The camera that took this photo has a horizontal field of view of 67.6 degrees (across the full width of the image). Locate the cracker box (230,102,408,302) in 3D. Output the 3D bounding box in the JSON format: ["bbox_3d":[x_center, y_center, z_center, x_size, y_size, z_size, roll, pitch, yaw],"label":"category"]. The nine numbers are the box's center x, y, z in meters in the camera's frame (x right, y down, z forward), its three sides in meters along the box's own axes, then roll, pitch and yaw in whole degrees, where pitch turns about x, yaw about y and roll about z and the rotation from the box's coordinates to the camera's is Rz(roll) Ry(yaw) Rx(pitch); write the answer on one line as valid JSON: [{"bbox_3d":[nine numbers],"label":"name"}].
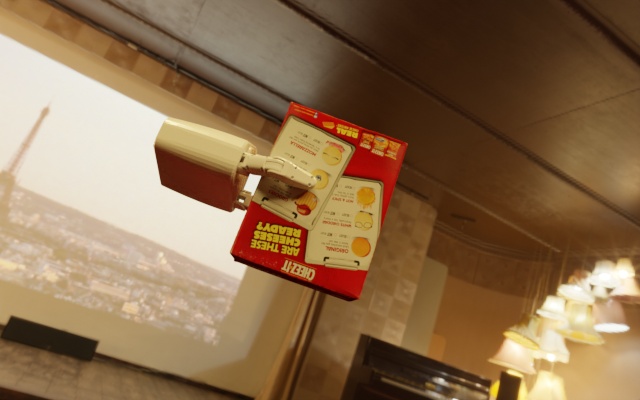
[{"bbox_3d":[0.000,0.002,0.615,0.164,0.213,0.072,20,-17,0],"label":"cracker box"}]
